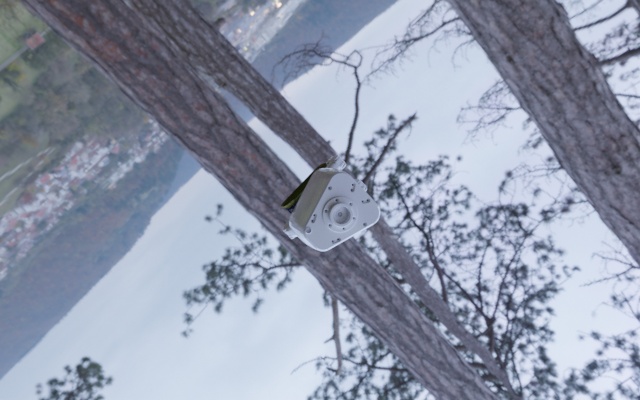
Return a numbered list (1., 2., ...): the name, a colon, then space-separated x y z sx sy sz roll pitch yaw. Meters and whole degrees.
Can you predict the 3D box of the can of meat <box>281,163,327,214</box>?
1. can of meat: 0.000 0.003 0.798 0.084 0.102 0.057 45 -11 -11
